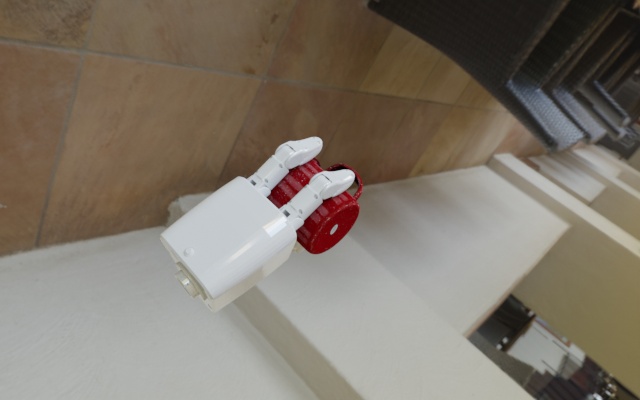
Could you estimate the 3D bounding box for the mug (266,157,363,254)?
[{"bbox_3d":[0.001,0.001,0.564,0.117,0.081,0.093,-38,-26,-20],"label":"mug"}]
